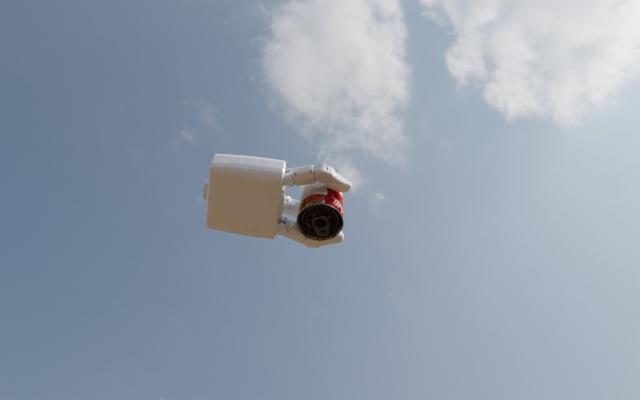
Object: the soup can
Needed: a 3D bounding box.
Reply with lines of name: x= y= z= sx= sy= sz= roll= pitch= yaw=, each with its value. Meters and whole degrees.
soup can: x=0.001 y=0.002 z=0.722 sx=0.068 sy=0.069 sz=0.102 roll=0 pitch=37 yaw=1
